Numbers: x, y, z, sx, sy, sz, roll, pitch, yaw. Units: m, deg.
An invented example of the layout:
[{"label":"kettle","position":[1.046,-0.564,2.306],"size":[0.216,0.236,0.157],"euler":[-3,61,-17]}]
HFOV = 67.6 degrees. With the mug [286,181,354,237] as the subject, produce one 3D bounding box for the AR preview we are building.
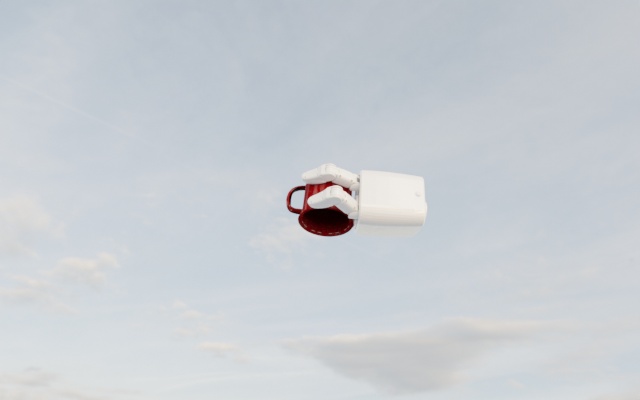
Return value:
[{"label":"mug","position":[-0.001,0.002,0.814],"size":[0.117,0.081,0.093],"euler":[5,-34,1]}]
